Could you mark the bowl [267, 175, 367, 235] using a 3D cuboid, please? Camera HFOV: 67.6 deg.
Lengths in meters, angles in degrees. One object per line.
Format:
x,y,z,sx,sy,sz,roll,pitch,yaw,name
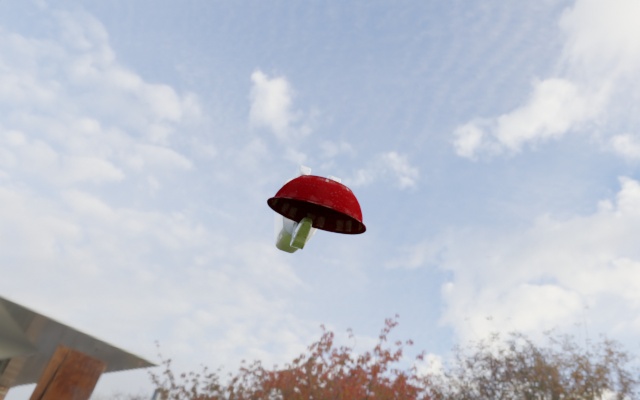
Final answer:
0.001,0.002,0.750,0.162,0.055,0.162,15,-15,4,bowl
